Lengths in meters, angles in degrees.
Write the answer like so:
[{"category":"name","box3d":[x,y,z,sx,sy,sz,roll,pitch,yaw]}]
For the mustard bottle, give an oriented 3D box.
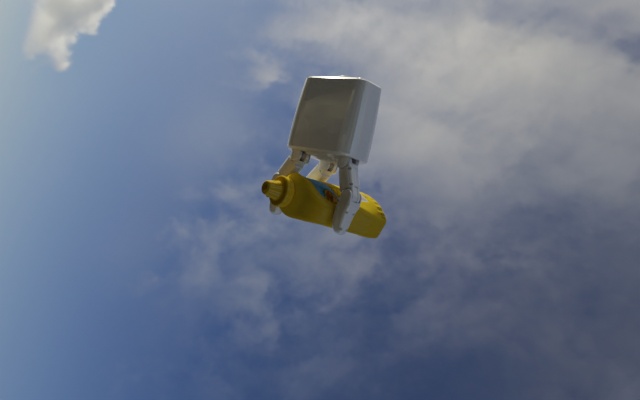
[{"category":"mustard bottle","box3d":[0.000,0.003,0.669,0.192,0.058,0.096,16,20,-40]}]
